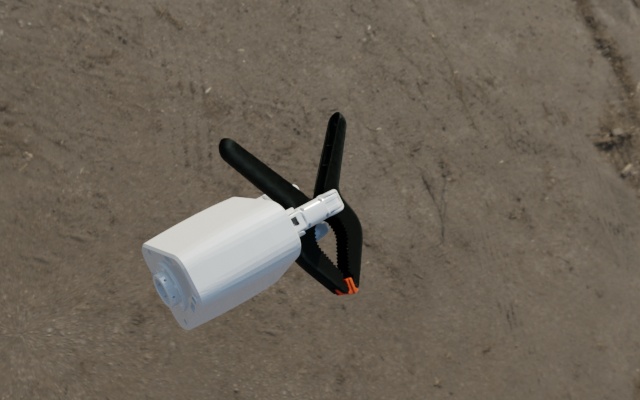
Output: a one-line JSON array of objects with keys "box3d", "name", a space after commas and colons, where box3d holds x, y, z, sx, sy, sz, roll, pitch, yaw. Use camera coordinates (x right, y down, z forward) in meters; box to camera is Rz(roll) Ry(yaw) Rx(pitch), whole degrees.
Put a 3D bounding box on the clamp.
[{"box3d": [0.001, 0.002, 0.535, 0.164, 0.210, 0.036, -28, 2, -33], "name": "clamp"}]
